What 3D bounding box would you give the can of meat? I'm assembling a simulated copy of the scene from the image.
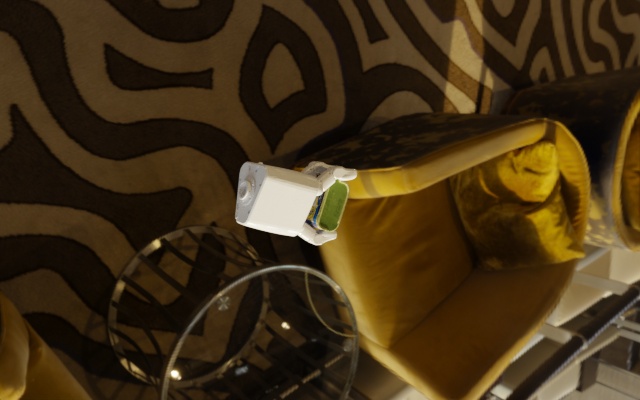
[{"bbox_3d":[0.000,0.003,0.889,0.057,0.102,0.084,19,-3,-37],"label":"can of meat"}]
